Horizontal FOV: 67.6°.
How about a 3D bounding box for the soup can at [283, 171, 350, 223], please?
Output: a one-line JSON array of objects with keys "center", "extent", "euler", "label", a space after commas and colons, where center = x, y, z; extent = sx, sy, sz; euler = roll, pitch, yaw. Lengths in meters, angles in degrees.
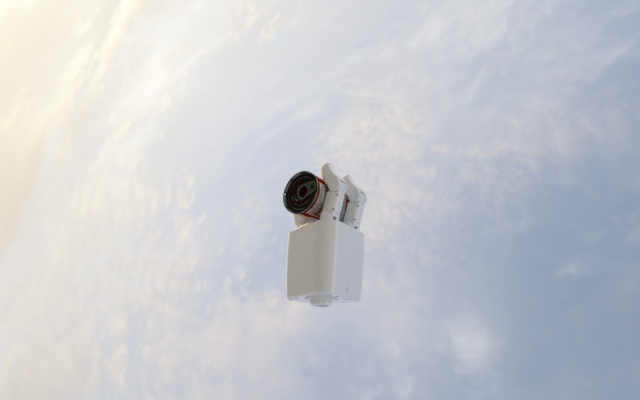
[{"center": [0.000, 0.002, 0.748], "extent": [0.068, 0.068, 0.102], "euler": [0, -17, 40], "label": "soup can"}]
